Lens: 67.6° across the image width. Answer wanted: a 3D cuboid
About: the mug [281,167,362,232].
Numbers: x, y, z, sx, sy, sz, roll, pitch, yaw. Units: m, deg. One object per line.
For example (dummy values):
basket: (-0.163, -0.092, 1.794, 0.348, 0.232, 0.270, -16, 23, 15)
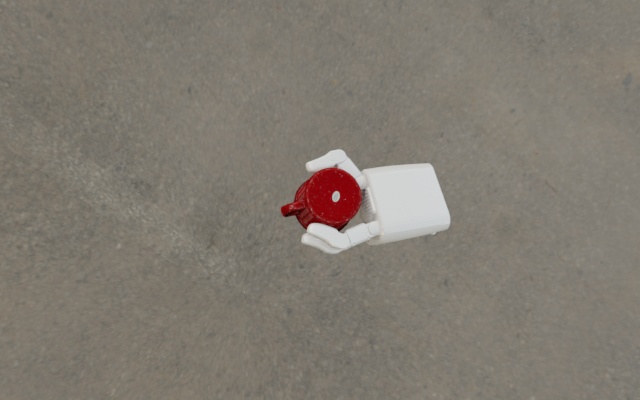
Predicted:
mug: (-0.001, 0.002, 0.688, 0.117, 0.093, 0.081, -10, -9, -12)
